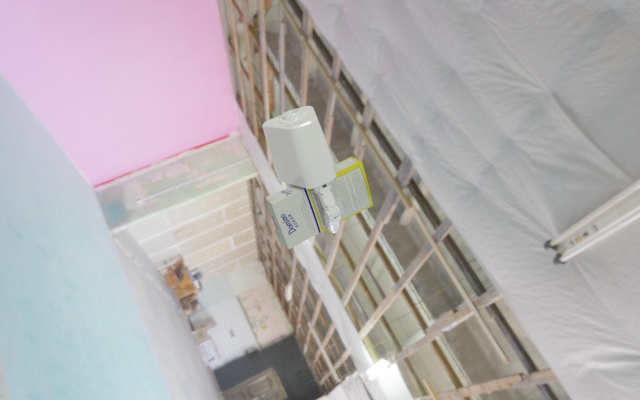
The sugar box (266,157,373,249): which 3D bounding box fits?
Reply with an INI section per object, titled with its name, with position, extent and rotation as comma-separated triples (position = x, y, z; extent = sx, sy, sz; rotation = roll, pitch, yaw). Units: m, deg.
[sugar box]
position = 0.000, 0.002, 0.830
extent = 0.176, 0.093, 0.048
rotation = -24, 26, -14
